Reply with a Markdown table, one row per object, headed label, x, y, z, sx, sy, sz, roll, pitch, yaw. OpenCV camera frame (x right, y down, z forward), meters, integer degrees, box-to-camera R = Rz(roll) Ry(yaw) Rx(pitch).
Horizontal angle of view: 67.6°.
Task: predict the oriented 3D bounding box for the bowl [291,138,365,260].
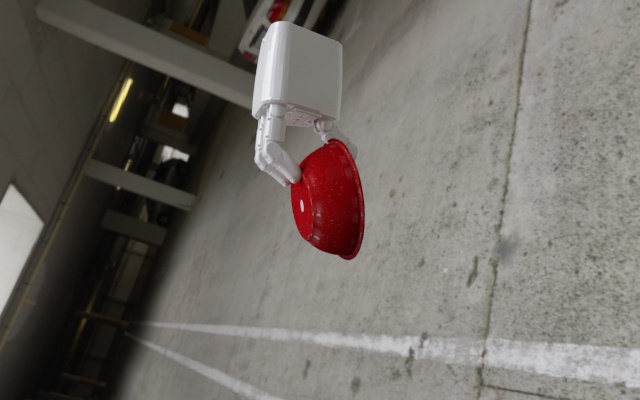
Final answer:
| label | x | y | z | sx | sy | sz | roll | pitch | yaw |
| --- | --- | --- | --- | --- | --- | --- | --- | --- | --- |
| bowl | 0.000 | 0.003 | 0.619 | 0.055 | 0.162 | 0.162 | -8 | 3 | -19 |
